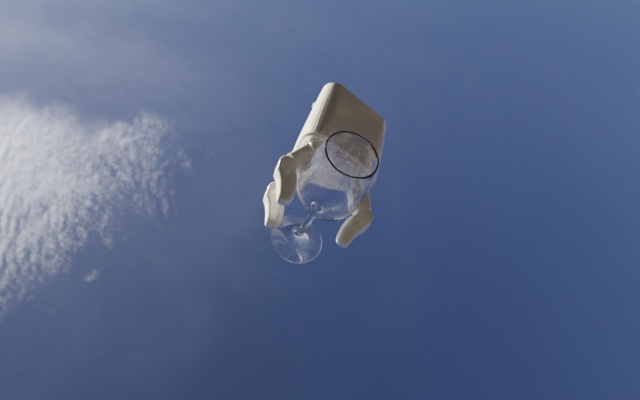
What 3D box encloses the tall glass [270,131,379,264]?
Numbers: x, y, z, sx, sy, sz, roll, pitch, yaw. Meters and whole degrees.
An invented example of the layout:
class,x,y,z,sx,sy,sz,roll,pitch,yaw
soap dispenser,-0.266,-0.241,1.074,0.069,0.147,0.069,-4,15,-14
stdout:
class,x,y,z,sx,sy,sz,roll,pitch,yaw
tall glass,0.000,0.002,0.577,0.079,0.079,0.201,0,-30,-23
